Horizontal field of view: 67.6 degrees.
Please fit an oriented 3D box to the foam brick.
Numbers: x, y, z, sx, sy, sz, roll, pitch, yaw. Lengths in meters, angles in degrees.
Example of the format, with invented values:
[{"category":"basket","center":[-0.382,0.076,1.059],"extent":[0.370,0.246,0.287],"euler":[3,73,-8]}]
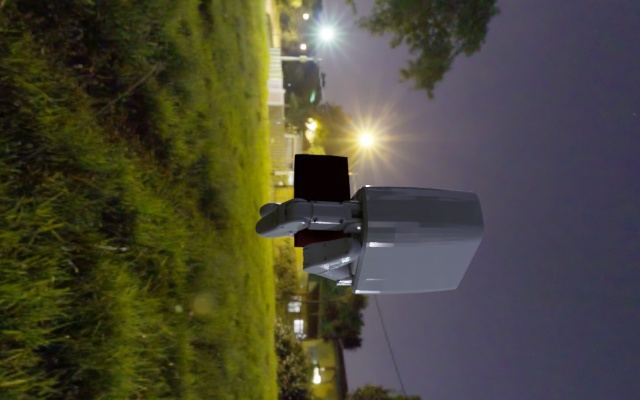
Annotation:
[{"category":"foam brick","center":[0.000,0.001,0.459],"extent":[0.051,0.078,0.053],"euler":[0,-25,-5]}]
